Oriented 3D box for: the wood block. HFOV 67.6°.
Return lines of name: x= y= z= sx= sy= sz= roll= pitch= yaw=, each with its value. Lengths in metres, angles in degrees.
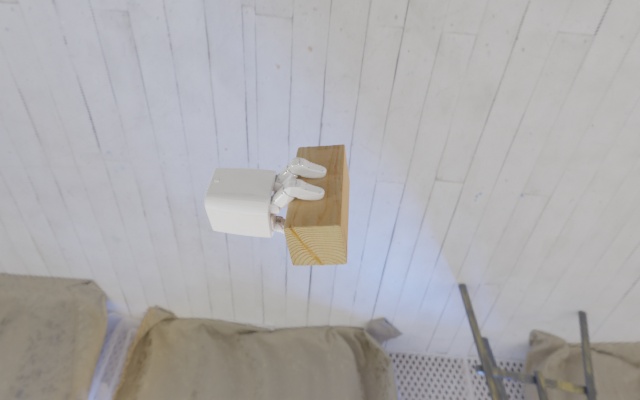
wood block: x=0.000 y=0.003 z=0.811 sx=0.090 sy=0.091 sz=0.206 roll=-3 pitch=42 yaw=8
